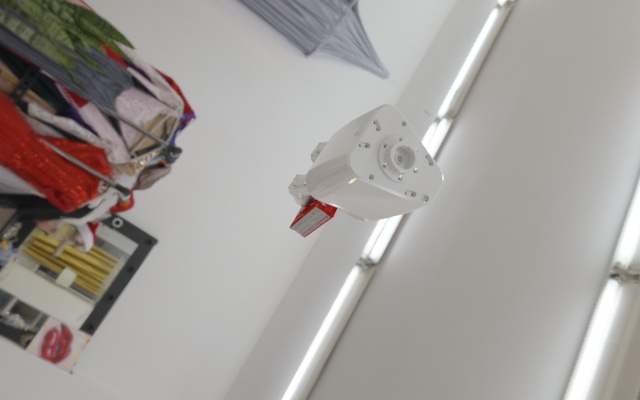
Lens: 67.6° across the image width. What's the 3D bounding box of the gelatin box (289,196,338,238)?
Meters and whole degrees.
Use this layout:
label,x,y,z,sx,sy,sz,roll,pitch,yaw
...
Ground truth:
label,x,y,z,sx,sy,sz,roll,pitch,yaw
gelatin box,0.000,0.002,0.644,0.030,0.073,0.089,35,-33,-10
